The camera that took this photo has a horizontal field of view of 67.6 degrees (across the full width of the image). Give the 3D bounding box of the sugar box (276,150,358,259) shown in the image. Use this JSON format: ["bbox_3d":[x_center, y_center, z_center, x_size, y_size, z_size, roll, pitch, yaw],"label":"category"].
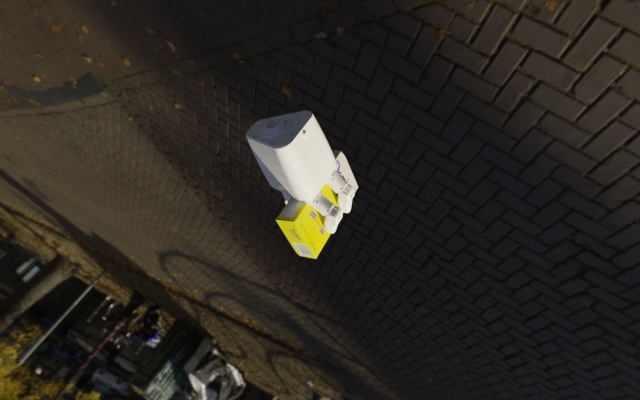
[{"bbox_3d":[0.000,0.003,0.817,0.048,0.093,0.176,6,48,37],"label":"sugar box"}]
